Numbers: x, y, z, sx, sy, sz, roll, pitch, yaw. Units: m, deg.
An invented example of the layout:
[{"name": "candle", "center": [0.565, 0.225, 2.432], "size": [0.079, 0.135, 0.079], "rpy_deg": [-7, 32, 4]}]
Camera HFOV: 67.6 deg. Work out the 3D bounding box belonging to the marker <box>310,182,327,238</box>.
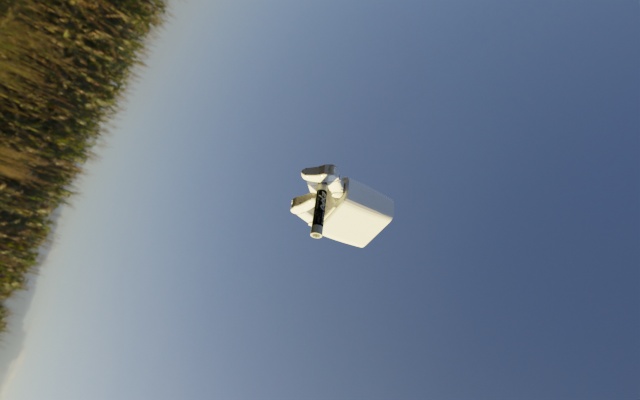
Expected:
[{"name": "marker", "center": [0.000, 0.002, 0.765], "size": [0.020, 0.121, 0.020], "rpy_deg": [5, -30, 3]}]
